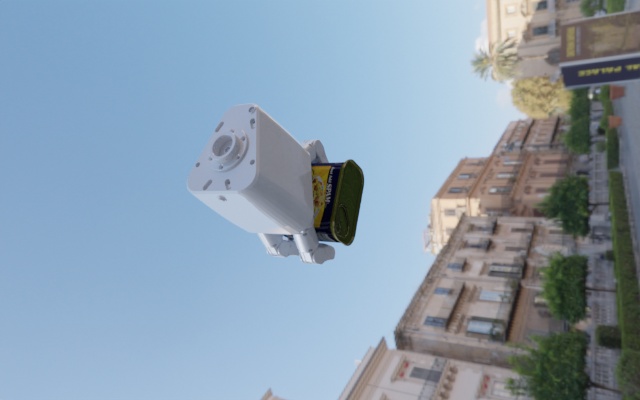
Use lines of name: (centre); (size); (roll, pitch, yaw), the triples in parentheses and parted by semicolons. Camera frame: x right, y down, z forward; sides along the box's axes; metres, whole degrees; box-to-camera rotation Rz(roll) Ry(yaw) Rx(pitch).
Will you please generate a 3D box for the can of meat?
can of meat: (0.000, 0.002, 0.593); (0.084, 0.102, 0.057); (1, -20, 30)
